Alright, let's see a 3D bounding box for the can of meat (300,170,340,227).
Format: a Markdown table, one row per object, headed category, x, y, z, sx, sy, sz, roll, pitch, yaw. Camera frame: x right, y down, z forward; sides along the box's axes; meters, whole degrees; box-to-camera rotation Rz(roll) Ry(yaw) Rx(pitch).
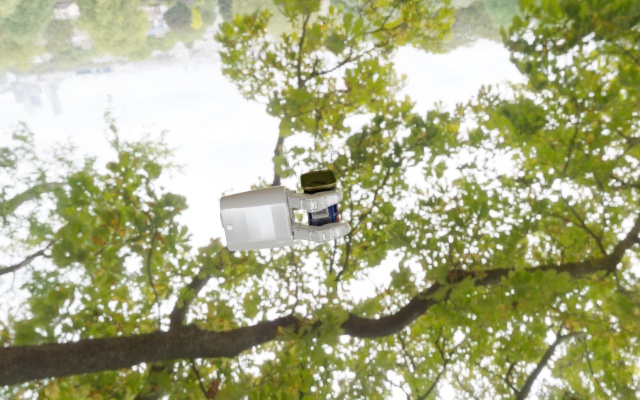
| category | x | y | z | sx | sy | sz | roll | pitch | yaw |
| --- | --- | --- | --- | --- | --- | --- | --- | --- | --- |
| can of meat | 0.000 | 0.003 | 0.790 | 0.057 | 0.084 | 0.102 | -8 | 17 | -2 |
